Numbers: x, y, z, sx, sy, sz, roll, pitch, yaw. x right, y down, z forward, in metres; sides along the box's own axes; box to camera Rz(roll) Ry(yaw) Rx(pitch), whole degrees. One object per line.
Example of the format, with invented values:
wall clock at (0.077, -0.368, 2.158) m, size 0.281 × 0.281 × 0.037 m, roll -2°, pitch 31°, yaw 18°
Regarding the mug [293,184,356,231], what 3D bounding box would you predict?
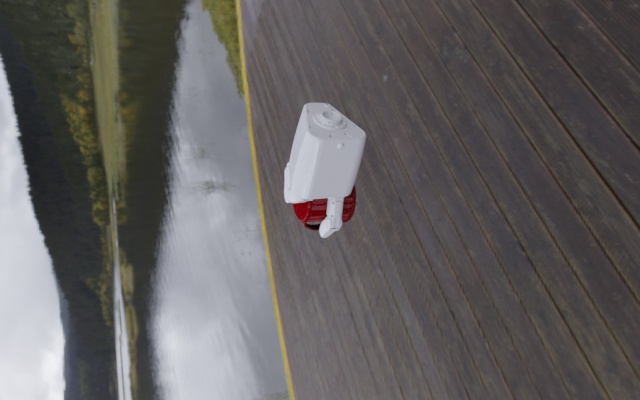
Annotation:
mug at (0.000, 0.004, 0.808) m, size 0.081 × 0.117 × 0.093 m, roll -4°, pitch 40°, yaw -24°
